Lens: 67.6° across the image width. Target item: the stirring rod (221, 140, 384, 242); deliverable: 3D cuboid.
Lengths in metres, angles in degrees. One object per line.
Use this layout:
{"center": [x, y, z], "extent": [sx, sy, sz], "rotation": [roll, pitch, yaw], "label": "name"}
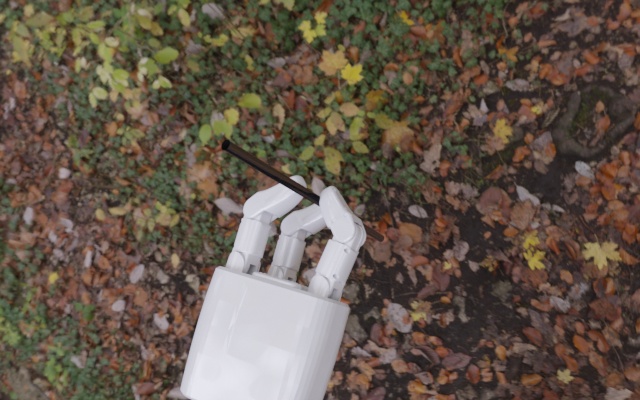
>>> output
{"center": [0.000, 0.001, 0.420], "extent": [0.011, 0.011, 0.240], "rotation": [0, -19, 35], "label": "stirring rod"}
